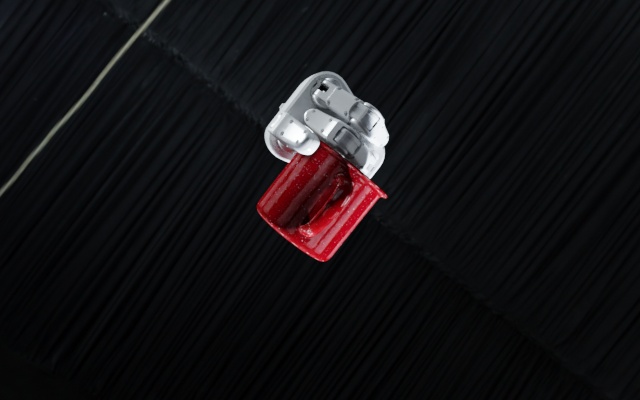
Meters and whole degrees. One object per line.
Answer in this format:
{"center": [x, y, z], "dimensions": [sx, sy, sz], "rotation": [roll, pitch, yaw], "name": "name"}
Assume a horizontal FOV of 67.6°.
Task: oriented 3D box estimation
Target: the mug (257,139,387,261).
{"center": [0.000, 0.002, 0.413], "dimensions": [0.093, 0.081, 0.117], "rotation": [38, 1, -14], "name": "mug"}
